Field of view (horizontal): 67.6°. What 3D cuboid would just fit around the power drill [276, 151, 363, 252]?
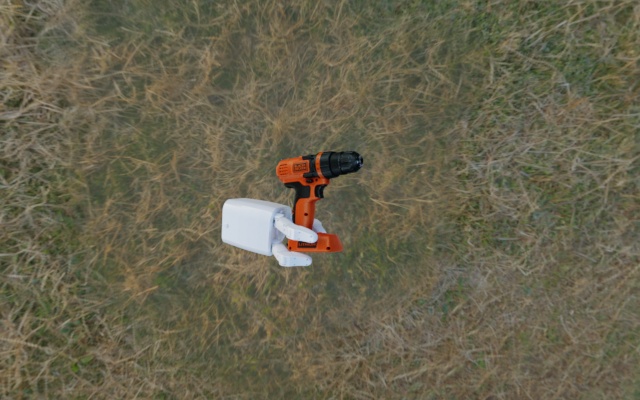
[{"bbox_3d":[0.000,0.003,0.896,0.184,0.187,0.057,-5,-6,35],"label":"power drill"}]
